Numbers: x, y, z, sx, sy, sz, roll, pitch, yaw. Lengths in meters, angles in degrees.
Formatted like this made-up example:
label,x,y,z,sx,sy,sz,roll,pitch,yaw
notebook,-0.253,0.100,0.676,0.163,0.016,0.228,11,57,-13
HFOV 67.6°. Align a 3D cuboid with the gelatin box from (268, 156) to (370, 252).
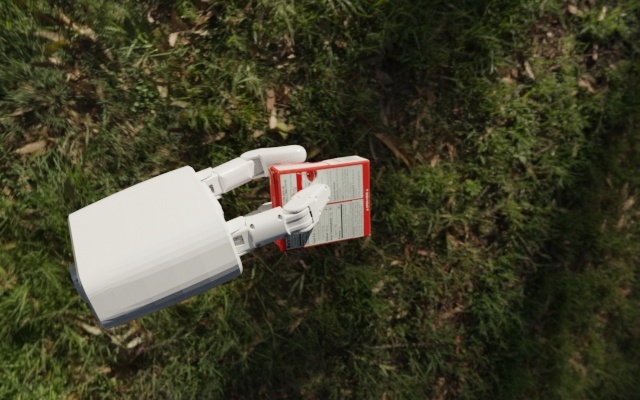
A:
label,x,y,z,sx,sy,sz,roll,pitch,yaw
gelatin box,0.001,0.001,0.433,0.089,0.073,0.030,-9,17,-18
